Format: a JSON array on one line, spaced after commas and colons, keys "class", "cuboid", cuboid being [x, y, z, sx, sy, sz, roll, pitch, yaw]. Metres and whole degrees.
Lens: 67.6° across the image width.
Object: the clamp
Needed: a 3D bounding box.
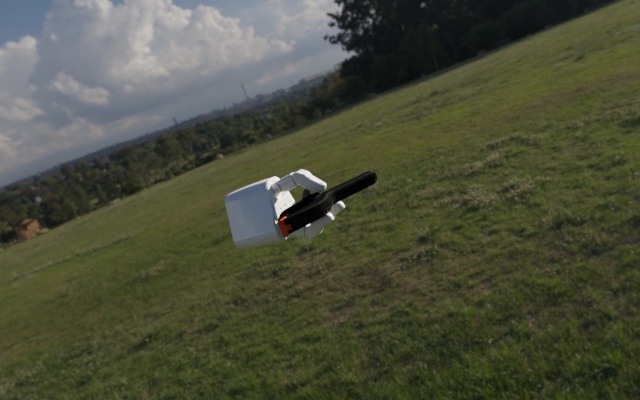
[{"class": "clamp", "cuboid": [-0.001, 0.002, 0.820, 0.164, 0.036, 0.210, -17, 12, 29]}]
